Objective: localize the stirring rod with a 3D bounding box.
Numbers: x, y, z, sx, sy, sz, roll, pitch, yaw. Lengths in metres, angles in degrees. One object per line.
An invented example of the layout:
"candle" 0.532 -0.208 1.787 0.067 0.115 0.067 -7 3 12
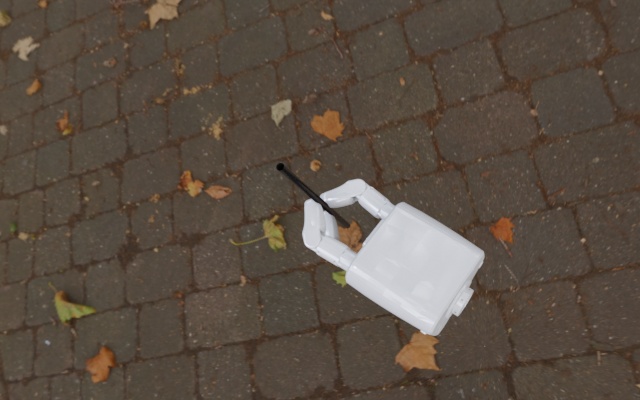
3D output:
"stirring rod" 0.000 0.002 0.555 0.011 0.011 0.239 0 -16 19
